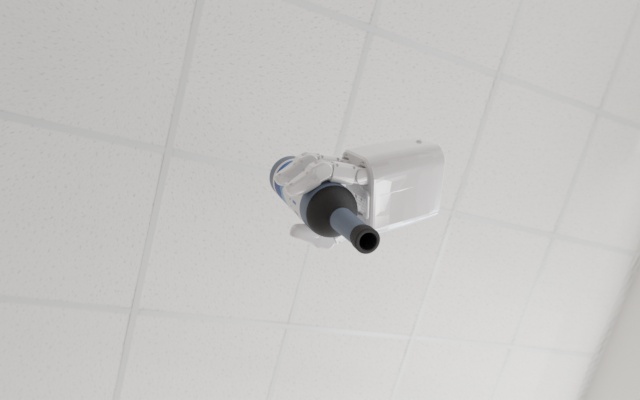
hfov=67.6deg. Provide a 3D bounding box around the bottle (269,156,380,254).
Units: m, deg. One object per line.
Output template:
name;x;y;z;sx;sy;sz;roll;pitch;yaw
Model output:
bottle;0.000;0.002;0.607;0.069;0.069;0.295;0;15;-19
